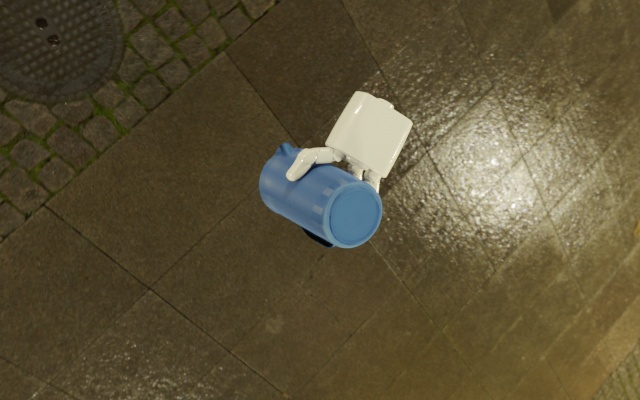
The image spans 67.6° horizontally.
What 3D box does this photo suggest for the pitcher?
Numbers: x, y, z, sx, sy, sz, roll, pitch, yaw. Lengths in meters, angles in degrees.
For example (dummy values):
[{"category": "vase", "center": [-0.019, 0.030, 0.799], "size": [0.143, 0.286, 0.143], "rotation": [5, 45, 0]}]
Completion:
[{"category": "pitcher", "center": [0.000, 0.003, 0.827], "size": [0.149, 0.145, 0.242], "rotation": [27, 2, -32]}]
